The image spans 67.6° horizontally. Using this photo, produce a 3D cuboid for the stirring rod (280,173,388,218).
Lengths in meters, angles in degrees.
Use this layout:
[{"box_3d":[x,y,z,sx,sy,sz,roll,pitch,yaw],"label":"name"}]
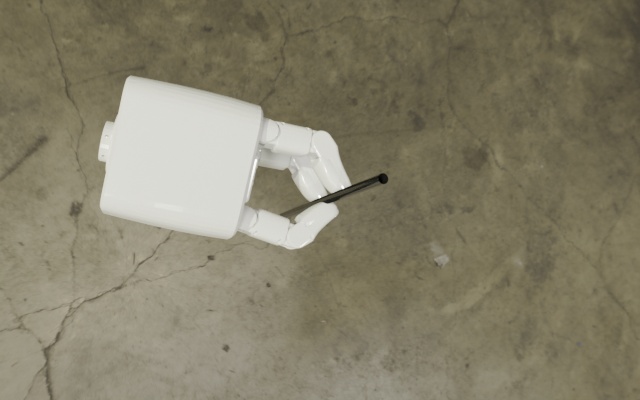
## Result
[{"box_3d":[0.000,0.002,0.448,0.011,0.011,0.239,0,-8,-22],"label":"stirring rod"}]
